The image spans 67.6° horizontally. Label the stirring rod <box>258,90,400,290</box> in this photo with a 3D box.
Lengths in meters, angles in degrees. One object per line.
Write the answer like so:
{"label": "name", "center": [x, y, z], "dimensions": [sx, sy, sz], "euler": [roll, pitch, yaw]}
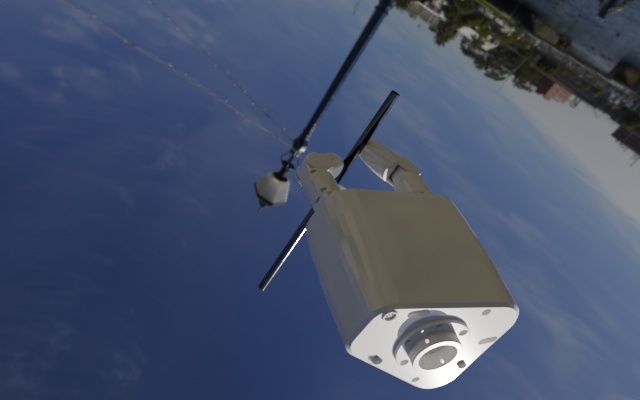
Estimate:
{"label": "stirring rod", "center": [0.000, 0.001, 0.441], "dimensions": [0.011, 0.240, 0.011], "euler": [27, 28, -15]}
